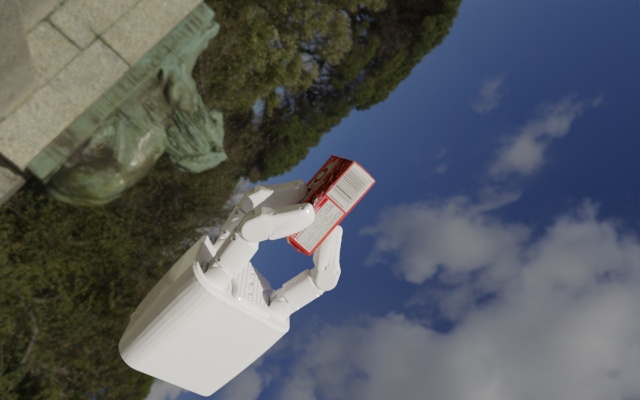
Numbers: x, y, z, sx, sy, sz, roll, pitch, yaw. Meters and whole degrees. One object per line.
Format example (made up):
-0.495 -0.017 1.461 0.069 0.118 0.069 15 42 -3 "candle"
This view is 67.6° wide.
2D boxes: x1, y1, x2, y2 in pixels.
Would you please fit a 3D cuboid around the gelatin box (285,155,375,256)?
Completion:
0.001 0.001 0.433 0.030 0.089 0.073 42 -2 -16 "gelatin box"
